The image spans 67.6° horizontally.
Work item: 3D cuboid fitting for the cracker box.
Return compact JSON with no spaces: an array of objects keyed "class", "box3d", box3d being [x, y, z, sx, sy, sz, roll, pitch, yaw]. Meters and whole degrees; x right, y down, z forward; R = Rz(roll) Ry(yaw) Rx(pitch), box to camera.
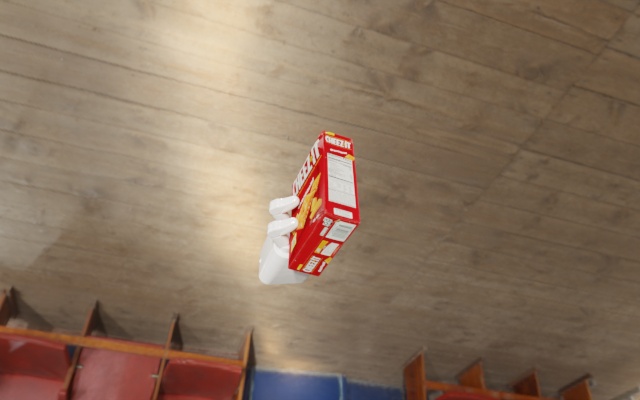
[{"class":"cracker box","box3d":[0.000,0.003,0.872,0.072,0.213,0.164,16,-46,-18]}]
